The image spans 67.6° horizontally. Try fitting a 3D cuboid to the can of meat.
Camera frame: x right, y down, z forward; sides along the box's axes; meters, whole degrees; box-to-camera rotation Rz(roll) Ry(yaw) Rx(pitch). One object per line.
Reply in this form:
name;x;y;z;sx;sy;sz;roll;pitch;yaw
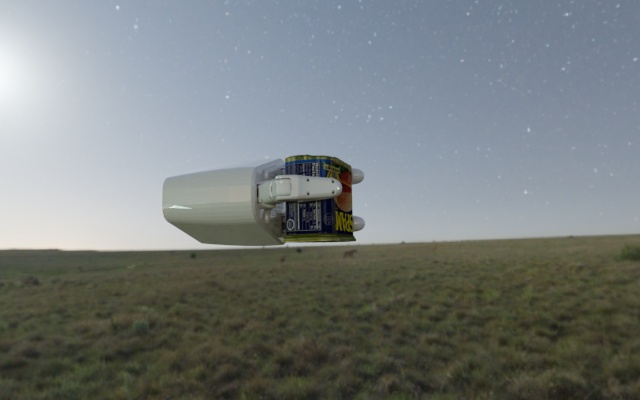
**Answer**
can of meat;0.000;0.001;0.496;0.057;0.084;0.102;-3;-6;18
